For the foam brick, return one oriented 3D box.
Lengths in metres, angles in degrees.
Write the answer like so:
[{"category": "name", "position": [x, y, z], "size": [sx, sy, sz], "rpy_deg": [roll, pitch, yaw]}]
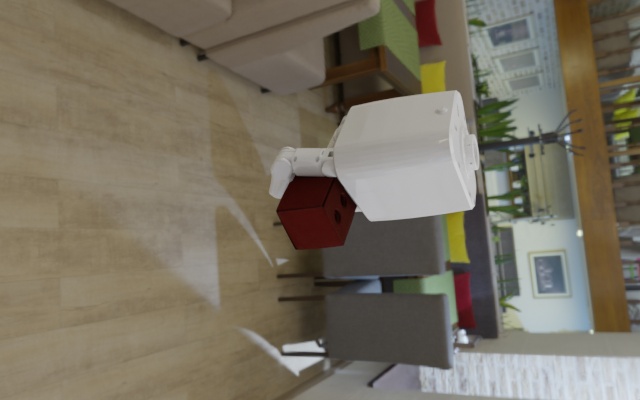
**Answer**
[{"category": "foam brick", "position": [0.000, 0.002, 0.463], "size": [0.051, 0.053, 0.078], "rpy_deg": [-5, 40, 26]}]
